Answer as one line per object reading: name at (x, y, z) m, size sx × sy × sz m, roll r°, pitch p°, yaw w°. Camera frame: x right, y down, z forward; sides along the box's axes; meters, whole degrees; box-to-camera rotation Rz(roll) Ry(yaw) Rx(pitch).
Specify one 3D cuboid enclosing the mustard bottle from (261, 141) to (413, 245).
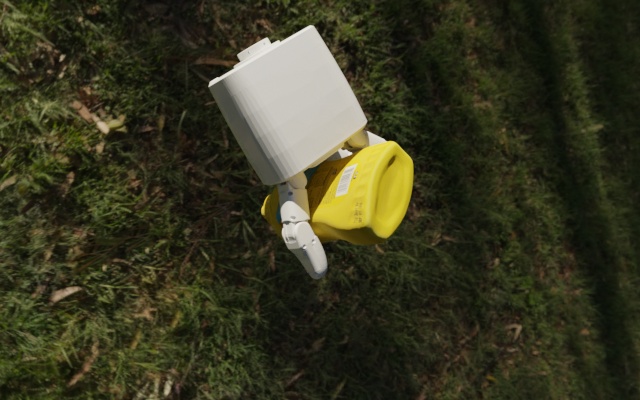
mustard bottle at (0.000, 0.002, 0.490) m, size 0.058 × 0.096 × 0.191 m, roll 37°, pitch -30°, yaw -32°
